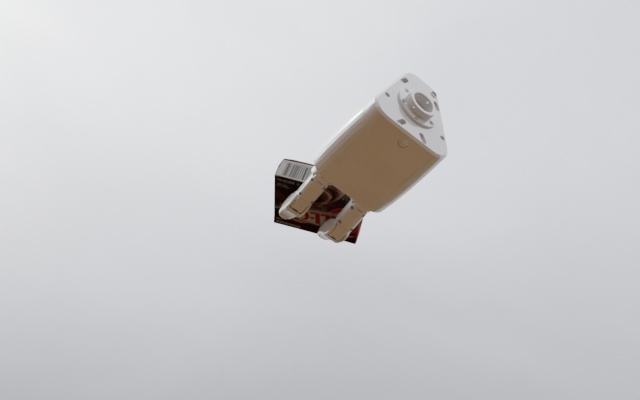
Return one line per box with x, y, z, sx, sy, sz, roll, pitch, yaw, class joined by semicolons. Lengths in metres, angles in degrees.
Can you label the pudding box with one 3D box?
0.000;0.002;0.589;0.113;0.039;0.090;16;-42;8;pudding box
